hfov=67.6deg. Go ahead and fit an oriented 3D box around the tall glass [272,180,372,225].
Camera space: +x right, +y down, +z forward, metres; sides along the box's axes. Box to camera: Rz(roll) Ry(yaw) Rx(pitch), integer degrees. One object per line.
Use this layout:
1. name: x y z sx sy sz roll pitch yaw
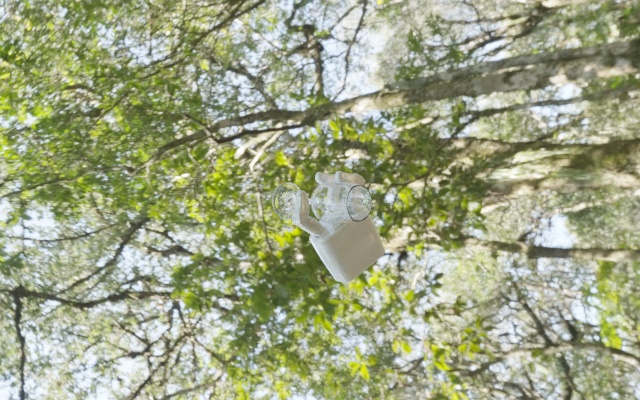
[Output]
1. tall glass: 0.000 0.003 0.865 0.079 0.079 0.201 0 1 -40
